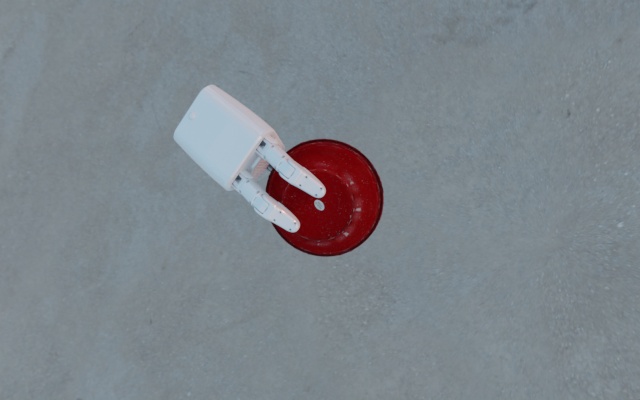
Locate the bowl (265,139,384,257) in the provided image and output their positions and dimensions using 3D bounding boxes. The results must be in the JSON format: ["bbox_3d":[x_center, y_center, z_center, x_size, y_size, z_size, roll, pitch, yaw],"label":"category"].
[{"bbox_3d":[0.001,0.003,0.619,0.162,0.162,0.055,0,10,9],"label":"bowl"}]
